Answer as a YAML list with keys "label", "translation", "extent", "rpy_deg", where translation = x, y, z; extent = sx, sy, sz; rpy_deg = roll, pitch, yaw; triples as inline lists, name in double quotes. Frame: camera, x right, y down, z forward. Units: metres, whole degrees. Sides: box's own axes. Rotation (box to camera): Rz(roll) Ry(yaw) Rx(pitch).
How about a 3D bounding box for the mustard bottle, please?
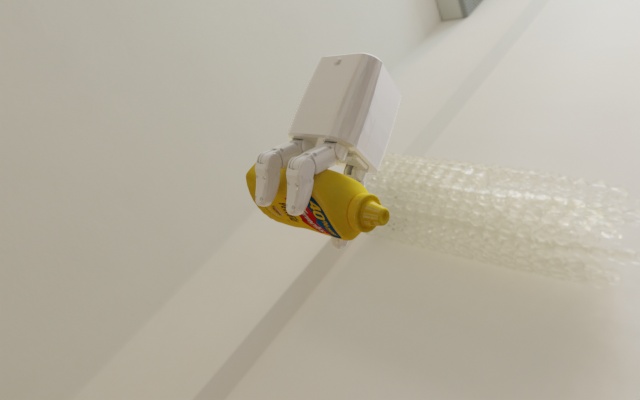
- label: "mustard bottle"
  translation: [0.000, 0.002, 0.546]
  extent: [0.191, 0.096, 0.058]
  rpy_deg: [12, 54, 46]
